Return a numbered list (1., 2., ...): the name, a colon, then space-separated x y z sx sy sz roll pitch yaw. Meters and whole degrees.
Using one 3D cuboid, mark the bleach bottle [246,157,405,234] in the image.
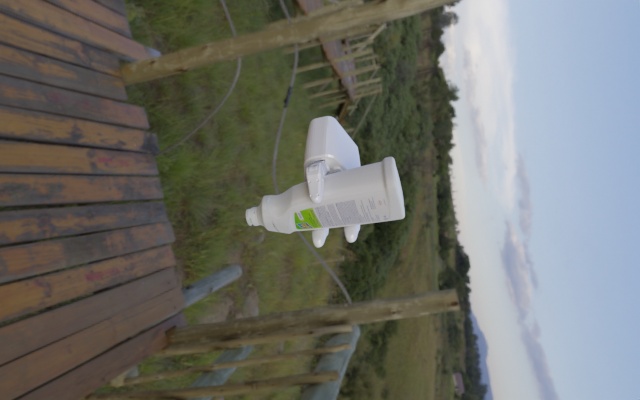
1. bleach bottle: 0.000 0.003 0.752 0.251 0.068 0.103 -9 -42 13
